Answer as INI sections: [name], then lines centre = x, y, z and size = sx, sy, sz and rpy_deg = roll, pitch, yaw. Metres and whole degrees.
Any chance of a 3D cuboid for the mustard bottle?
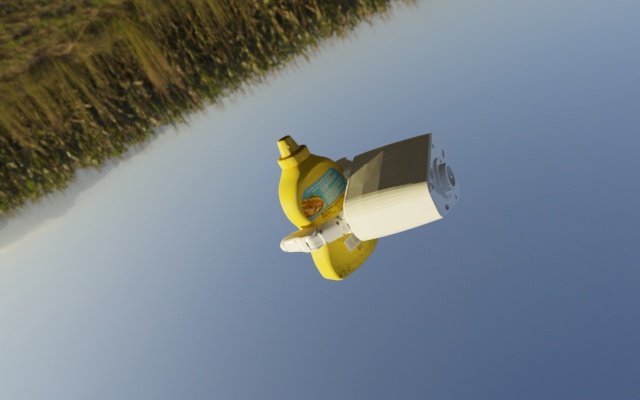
[mustard bottle]
centre = 0.000, 0.002, 0.616
size = 0.096, 0.192, 0.058
rpy_deg = -42, 23, -30
